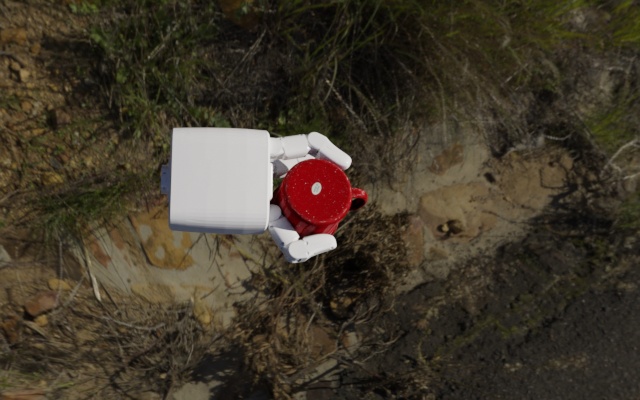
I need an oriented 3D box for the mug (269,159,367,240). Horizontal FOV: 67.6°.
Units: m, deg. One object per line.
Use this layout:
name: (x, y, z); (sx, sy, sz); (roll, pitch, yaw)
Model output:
mug: (0.002, 0.002, 0.569); (0.117, 0.093, 0.081); (0, -20, -15)
